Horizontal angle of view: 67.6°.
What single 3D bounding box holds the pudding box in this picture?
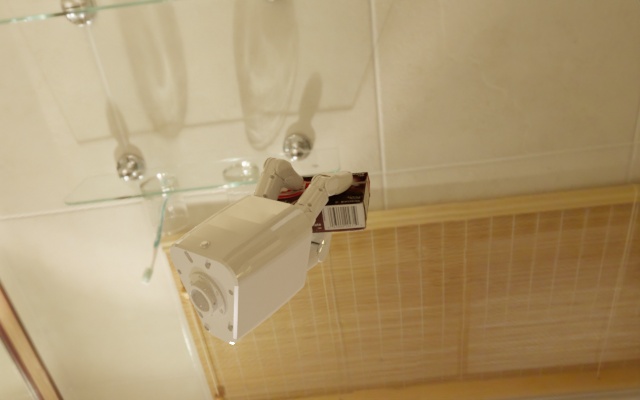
[{"bbox_3d":[0.000,0.002,0.563,0.113,0.039,0.090,-2,26,10],"label":"pudding box"}]
